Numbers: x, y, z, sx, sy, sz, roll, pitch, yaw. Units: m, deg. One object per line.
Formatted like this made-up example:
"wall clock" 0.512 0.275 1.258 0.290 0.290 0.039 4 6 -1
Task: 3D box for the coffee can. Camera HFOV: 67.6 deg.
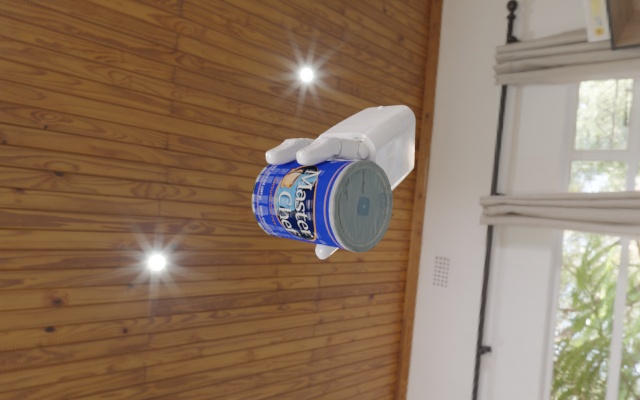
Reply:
"coffee can" 0.000 0.002 0.575 0.140 0.103 0.103 6 4 45
